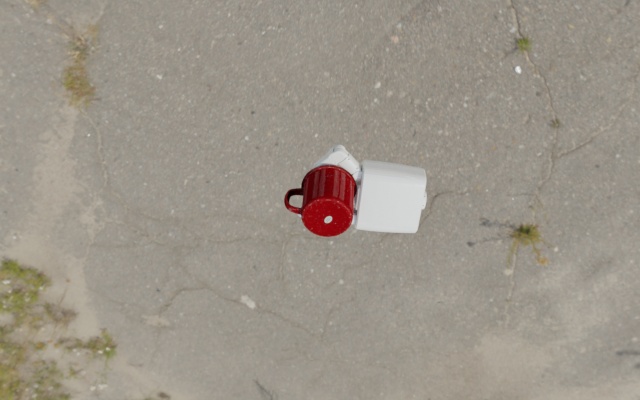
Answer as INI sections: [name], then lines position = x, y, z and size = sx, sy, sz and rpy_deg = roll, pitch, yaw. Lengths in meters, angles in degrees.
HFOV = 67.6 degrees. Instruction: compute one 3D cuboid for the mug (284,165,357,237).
[mug]
position = -0.001, 0.002, 0.764
size = 0.117, 0.093, 0.081
rpy_deg = 5, 38, 0
